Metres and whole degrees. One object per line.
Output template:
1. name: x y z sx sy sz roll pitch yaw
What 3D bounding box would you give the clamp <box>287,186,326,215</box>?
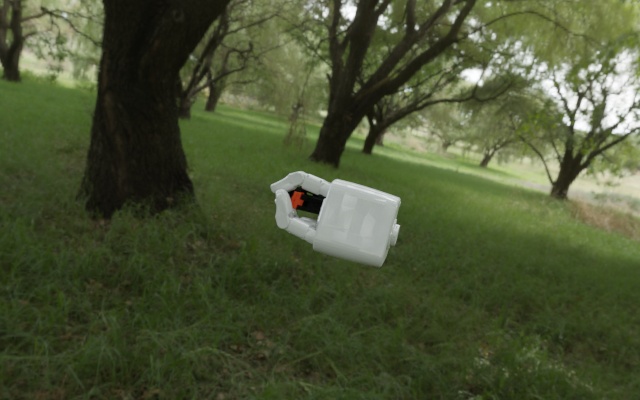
1. clamp: 0.000 0.002 0.815 0.120 0.039 0.171 16 10 12
